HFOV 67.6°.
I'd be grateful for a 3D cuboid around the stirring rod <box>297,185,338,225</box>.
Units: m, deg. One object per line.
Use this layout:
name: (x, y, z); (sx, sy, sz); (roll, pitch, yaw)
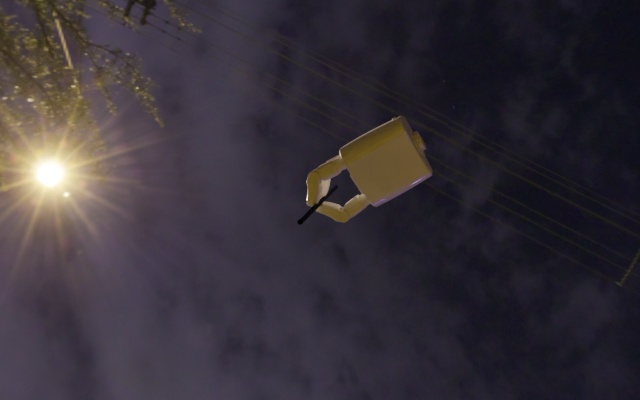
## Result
stirring rod: (0.000, 0.003, 0.793); (0.011, 0.011, 0.239); (0, 14, 14)
